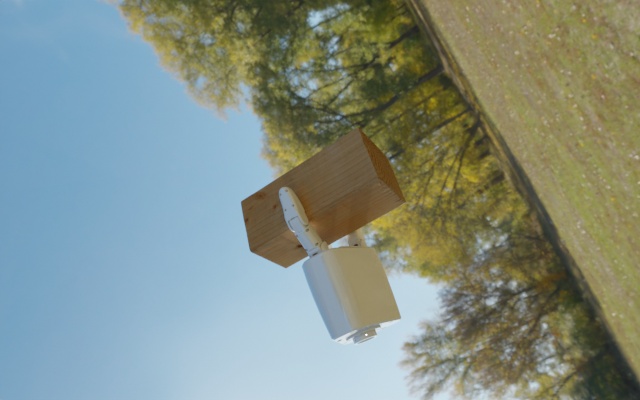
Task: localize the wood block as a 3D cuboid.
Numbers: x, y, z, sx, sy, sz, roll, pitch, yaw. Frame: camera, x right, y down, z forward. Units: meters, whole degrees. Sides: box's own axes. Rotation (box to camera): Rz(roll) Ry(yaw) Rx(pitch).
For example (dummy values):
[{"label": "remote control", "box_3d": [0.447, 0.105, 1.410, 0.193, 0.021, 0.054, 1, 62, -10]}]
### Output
[{"label": "wood block", "box_3d": [0.000, 0.002, 0.671, 0.206, 0.090, 0.091, -31, -37, 19]}]
